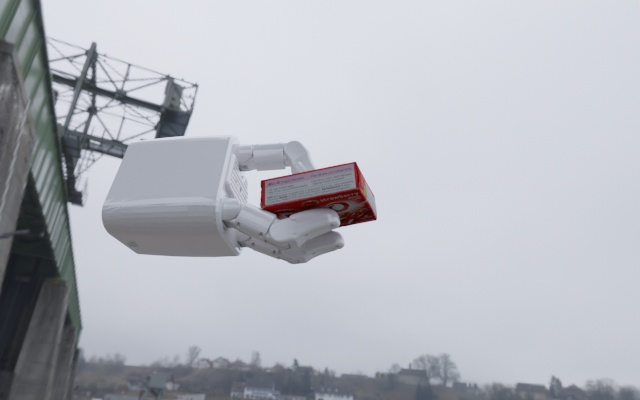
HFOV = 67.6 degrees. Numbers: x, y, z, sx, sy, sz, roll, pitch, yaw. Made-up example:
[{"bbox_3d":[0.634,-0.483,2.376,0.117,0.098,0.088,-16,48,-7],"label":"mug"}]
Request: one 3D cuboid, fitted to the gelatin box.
[{"bbox_3d":[0.000,0.001,0.429,0.089,0.030,0.073,-11,-26,14],"label":"gelatin box"}]
